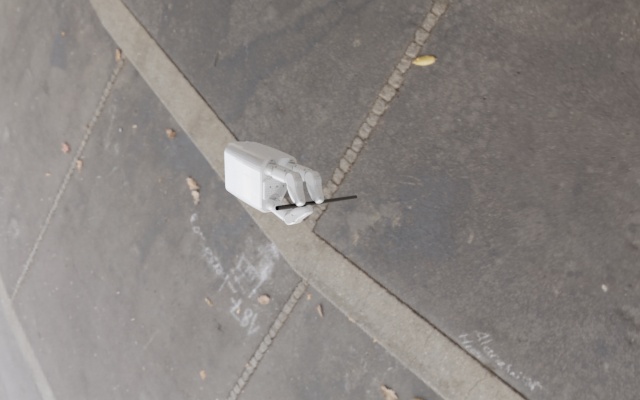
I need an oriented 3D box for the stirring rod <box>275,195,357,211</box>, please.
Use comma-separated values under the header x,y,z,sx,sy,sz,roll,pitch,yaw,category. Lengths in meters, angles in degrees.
x,y,z,sx,sy,sz,roll,pitch,yaw,category
0.000,0.003,0.877,0.011,0.011,0.239,0,5,37,stirring rod
